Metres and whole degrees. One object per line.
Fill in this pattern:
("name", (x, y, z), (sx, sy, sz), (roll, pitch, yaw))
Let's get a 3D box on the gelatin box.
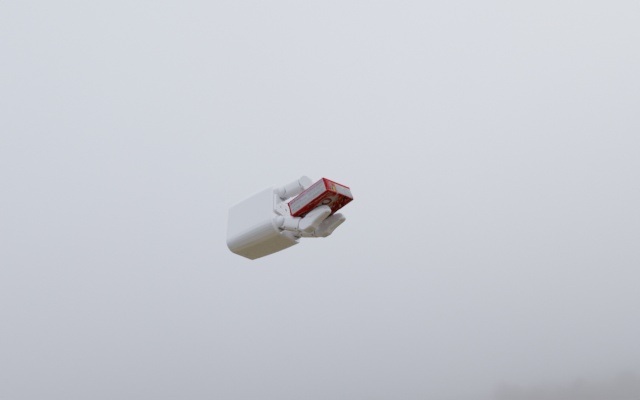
("gelatin box", (0.000, 0.002, 0.816), (0.089, 0.030, 0.073), (-36, -34, 28))
